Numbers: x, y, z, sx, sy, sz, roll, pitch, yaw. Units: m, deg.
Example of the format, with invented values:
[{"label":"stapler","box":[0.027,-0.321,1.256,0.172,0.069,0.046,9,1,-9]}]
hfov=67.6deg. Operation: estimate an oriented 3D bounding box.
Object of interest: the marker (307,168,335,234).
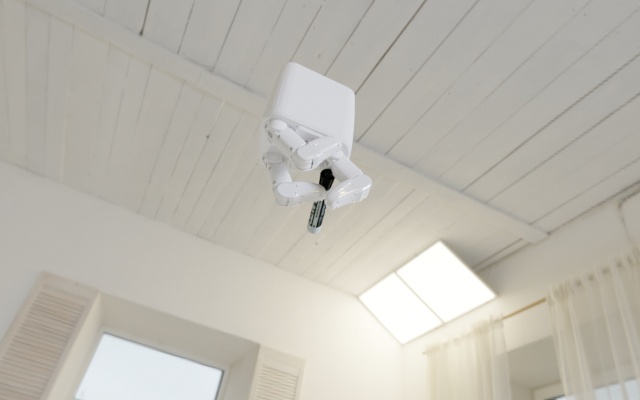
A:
[{"label":"marker","box":[0.000,0.002,0.605,0.020,0.020,0.121,0,-37,-11]}]
